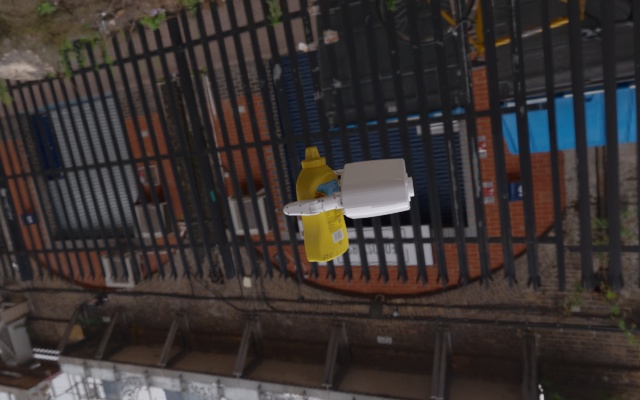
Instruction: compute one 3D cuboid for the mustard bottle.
[{"bbox_3d":[0.000,0.003,0.826,0.058,0.192,0.096,-2,13,35],"label":"mustard bottle"}]
